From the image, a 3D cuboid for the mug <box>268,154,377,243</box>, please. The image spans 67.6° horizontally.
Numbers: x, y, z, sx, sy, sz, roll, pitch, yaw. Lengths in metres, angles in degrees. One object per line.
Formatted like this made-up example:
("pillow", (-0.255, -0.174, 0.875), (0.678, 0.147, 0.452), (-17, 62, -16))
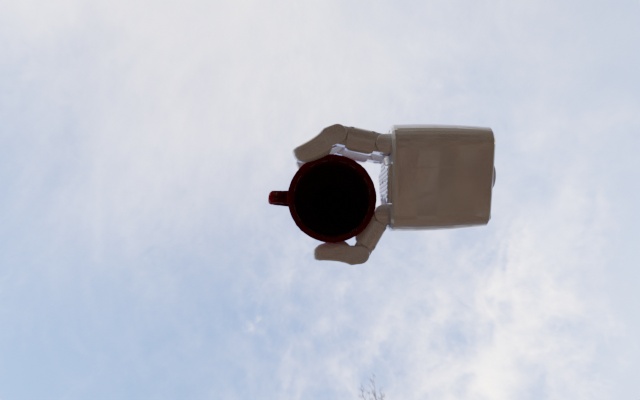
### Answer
("mug", (-0.001, 0.002, 0.535), (0.117, 0.093, 0.081), (1, -6, 0))
